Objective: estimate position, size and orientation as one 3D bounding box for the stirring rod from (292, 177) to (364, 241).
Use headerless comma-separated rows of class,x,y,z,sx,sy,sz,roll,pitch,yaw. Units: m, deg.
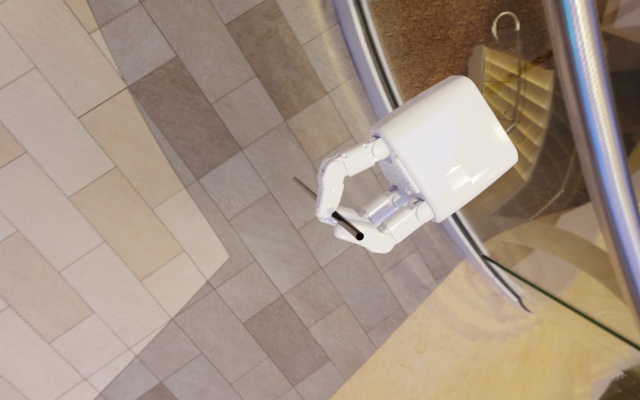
stirring rod,0.000,0.002,0.520,0.011,0.011,0.239,0,14,-17
